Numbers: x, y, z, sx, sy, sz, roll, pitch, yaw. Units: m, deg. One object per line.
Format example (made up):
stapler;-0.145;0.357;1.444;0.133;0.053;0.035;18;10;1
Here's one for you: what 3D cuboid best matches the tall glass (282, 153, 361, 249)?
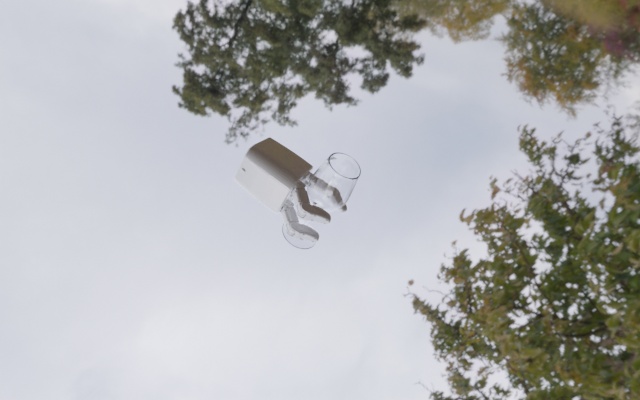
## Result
tall glass;0.000;0.003;0.875;0.079;0.079;0.201;0;-39;-33
